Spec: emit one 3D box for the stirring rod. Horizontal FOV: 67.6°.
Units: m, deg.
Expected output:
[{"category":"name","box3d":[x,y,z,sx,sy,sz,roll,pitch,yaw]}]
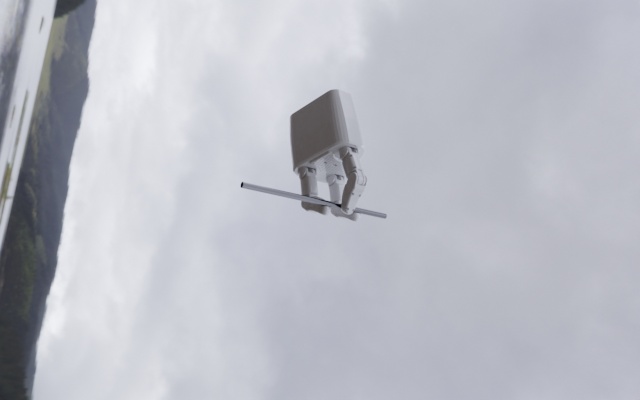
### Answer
[{"category":"stirring rod","box3d":[0.000,0.002,0.663,0.239,0.011,0.011,13,-7,-33]}]
